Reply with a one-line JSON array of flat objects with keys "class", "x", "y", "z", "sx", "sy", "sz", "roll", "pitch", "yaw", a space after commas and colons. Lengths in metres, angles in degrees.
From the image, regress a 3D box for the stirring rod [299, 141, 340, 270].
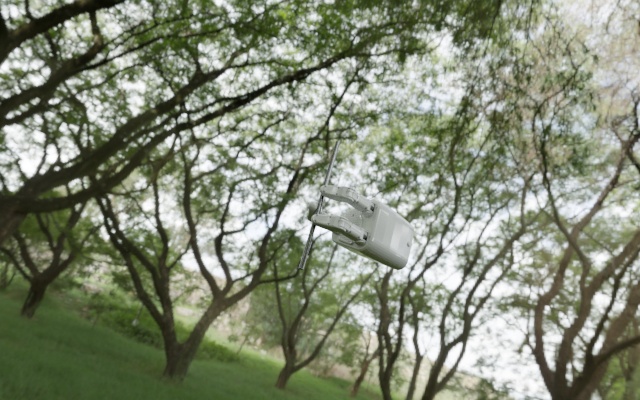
[{"class": "stirring rod", "x": 0.000, "y": 0.003, "z": 0.808, "sx": 0.011, "sy": 0.239, "sz": 0.011, "roll": 14, "pitch": -22, "yaw": 6}]
